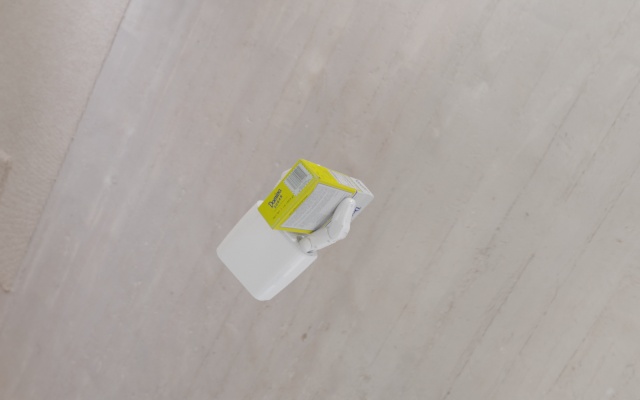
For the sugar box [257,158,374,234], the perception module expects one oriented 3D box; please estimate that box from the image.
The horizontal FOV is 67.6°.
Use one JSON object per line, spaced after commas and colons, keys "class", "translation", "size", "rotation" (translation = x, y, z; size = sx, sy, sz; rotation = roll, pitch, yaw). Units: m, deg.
{"class": "sugar box", "translation": [0.000, 0.002, 0.674], "size": [0.048, 0.093, 0.176], "rotation": [50, 17, 23]}
